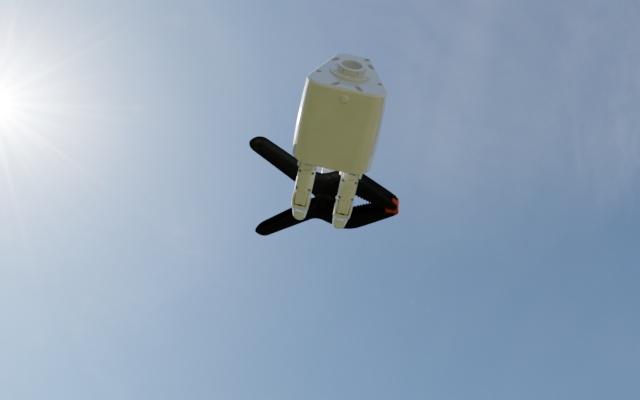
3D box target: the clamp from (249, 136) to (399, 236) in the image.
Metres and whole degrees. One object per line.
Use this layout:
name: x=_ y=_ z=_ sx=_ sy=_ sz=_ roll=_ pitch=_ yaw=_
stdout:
clamp: x=0.001 y=0.002 z=0.661 sx=0.210 sy=0.165 sz=0.036 roll=12 pitch=41 yaw=1
